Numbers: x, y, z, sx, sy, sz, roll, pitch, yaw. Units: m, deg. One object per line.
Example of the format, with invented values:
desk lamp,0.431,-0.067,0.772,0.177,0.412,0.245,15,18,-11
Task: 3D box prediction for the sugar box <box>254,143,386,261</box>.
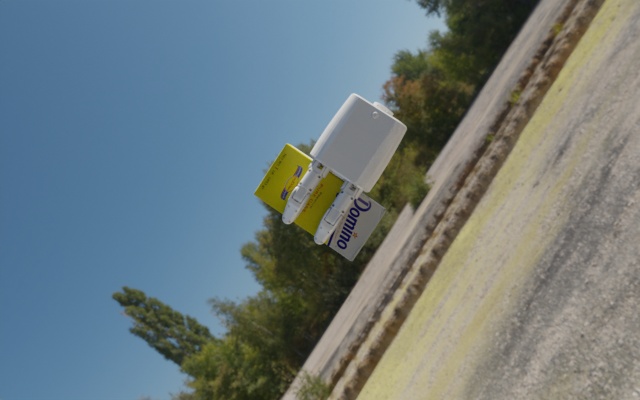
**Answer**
sugar box,0.000,0.002,0.708,0.176,0.093,0.048,34,6,6
